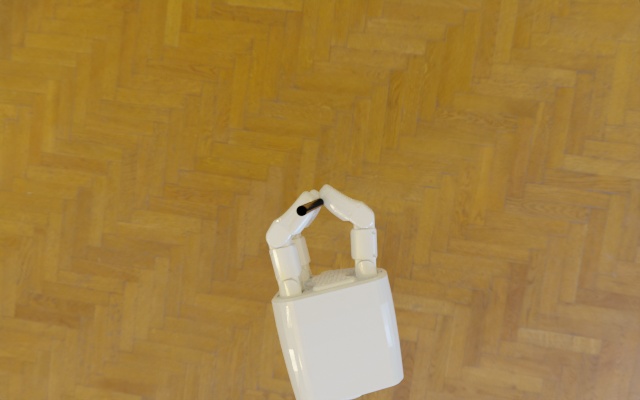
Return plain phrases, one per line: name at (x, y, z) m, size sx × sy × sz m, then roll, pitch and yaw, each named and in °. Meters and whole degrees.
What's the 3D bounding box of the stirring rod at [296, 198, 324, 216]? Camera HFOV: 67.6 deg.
stirring rod at (0.000, 0.002, 0.467) m, size 0.011 × 0.011 × 0.239 m, roll 0°, pitch 3°, yaw 7°
